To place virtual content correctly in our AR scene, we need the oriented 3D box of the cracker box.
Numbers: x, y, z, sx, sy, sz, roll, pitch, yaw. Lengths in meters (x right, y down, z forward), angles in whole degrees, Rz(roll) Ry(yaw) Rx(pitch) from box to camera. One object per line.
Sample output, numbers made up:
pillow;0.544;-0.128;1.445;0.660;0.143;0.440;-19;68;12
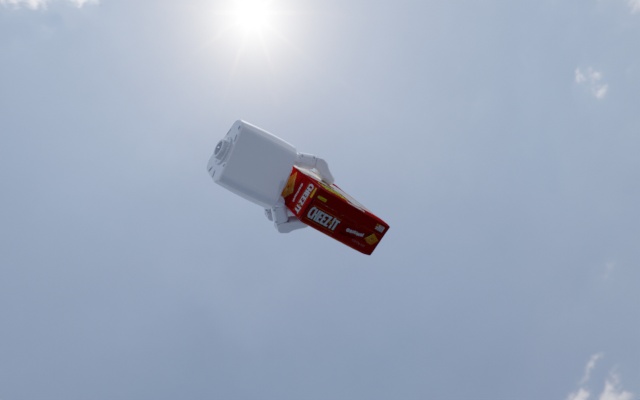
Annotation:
cracker box;0.000;0.003;0.865;0.164;0.072;0.213;28;7;-31
